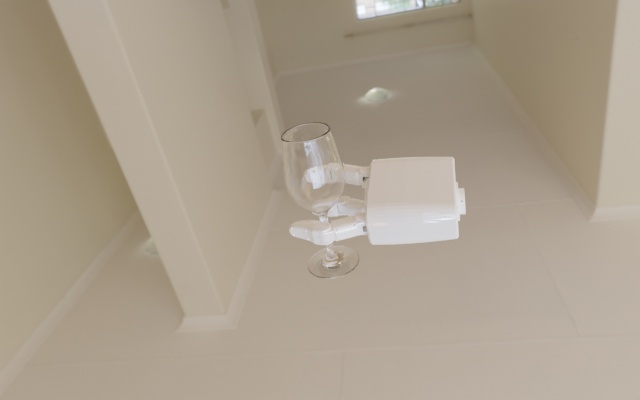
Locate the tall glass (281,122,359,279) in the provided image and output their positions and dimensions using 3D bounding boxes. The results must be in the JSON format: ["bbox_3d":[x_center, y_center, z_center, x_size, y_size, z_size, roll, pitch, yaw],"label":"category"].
[{"bbox_3d":[0.000,0.003,0.628,0.079,0.201,0.079,-10,29,5],"label":"tall glass"}]
